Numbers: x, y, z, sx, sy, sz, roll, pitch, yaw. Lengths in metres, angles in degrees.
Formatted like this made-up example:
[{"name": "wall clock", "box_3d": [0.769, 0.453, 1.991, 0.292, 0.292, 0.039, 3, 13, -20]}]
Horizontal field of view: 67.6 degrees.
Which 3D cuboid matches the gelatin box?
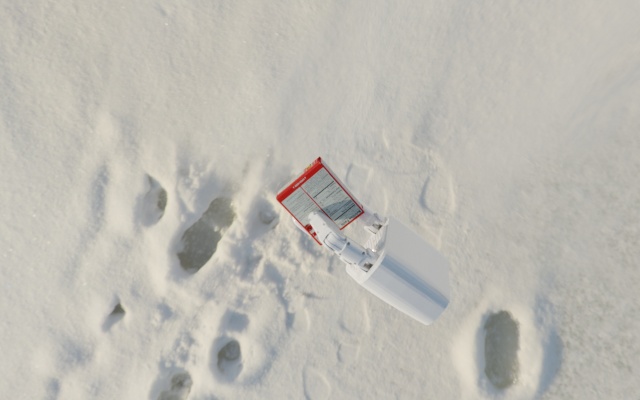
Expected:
[{"name": "gelatin box", "box_3d": [0.000, 0.002, 0.601, 0.073, 0.089, 0.030, -39, 17, 12]}]
